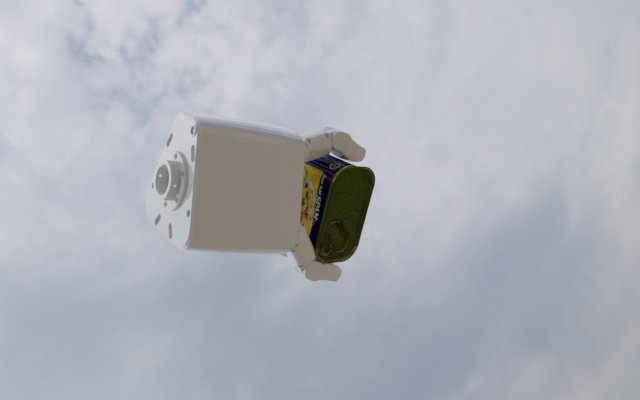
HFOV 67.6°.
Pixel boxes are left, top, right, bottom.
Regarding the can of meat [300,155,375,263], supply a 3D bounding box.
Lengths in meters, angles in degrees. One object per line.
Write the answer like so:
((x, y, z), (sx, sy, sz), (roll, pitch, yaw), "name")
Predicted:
((0.000, 0.001, 0.499), (0.057, 0.102, 0.084), (0, 19, -42), "can of meat")
